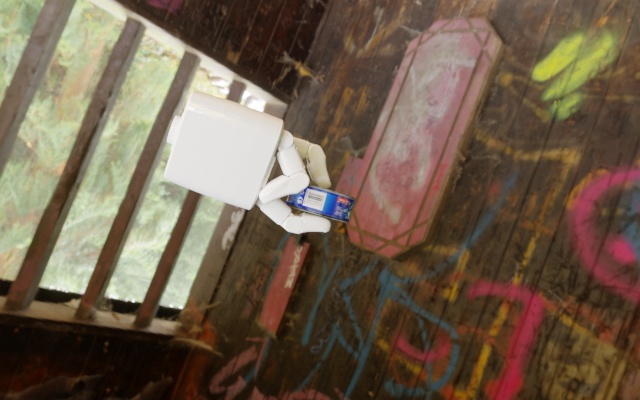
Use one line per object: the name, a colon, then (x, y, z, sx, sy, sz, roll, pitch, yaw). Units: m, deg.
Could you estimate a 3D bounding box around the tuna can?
tuna can: (0.000, 0.003, 0.615, 0.086, 0.034, 0.086, 16, -1, 0)
